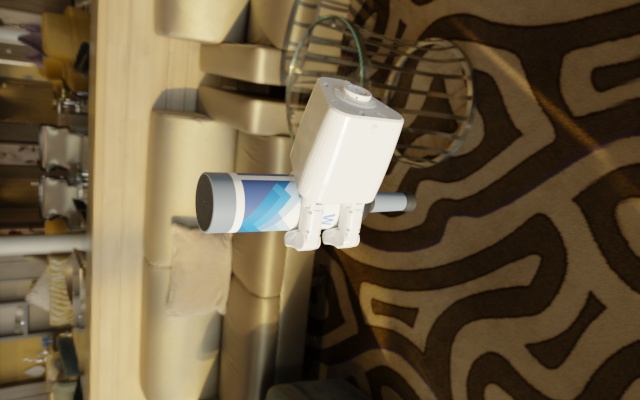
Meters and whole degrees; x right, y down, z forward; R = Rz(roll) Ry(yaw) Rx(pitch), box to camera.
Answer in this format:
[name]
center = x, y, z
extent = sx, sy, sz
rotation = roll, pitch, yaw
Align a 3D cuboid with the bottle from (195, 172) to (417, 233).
[bottle]
center = 0.000, 0.002, 0.591
extent = 0.296, 0.069, 0.069
rotation = 0, 0, -31
